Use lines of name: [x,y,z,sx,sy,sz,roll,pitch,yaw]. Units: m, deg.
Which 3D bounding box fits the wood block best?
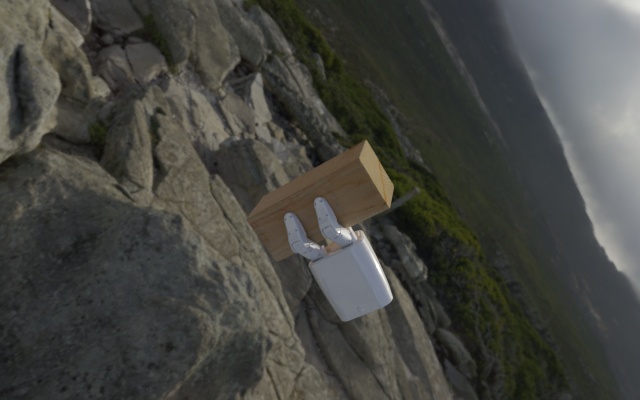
wood block: [0.001,0.003,0.747,0.206,0.090,0.090,-27,15,22]
